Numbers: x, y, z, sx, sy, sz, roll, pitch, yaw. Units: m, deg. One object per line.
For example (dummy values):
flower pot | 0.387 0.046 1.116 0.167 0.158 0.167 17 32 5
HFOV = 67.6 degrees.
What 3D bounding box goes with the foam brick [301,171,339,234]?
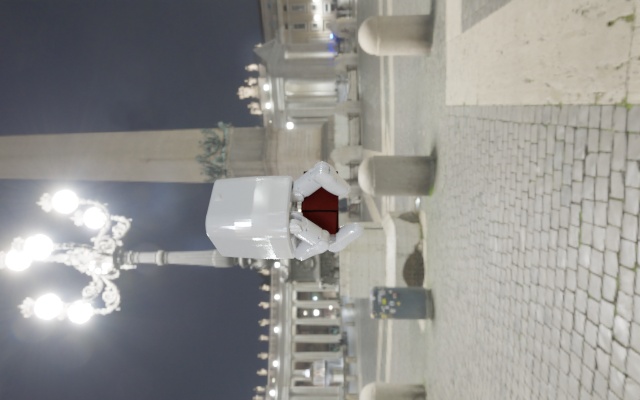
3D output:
foam brick | 0.000 0.002 0.672 0.051 0.078 0.053 0 -43 2
